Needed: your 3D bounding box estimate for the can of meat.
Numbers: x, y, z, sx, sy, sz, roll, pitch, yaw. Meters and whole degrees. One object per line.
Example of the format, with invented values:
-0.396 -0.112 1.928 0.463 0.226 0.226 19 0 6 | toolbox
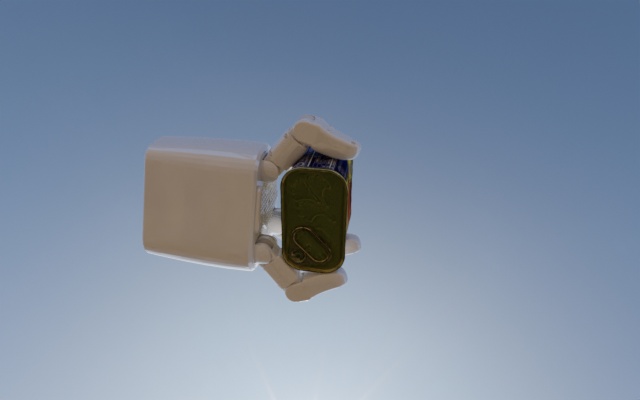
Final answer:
0.000 0.001 0.445 0.057 0.102 0.084 5 27 7 | can of meat
